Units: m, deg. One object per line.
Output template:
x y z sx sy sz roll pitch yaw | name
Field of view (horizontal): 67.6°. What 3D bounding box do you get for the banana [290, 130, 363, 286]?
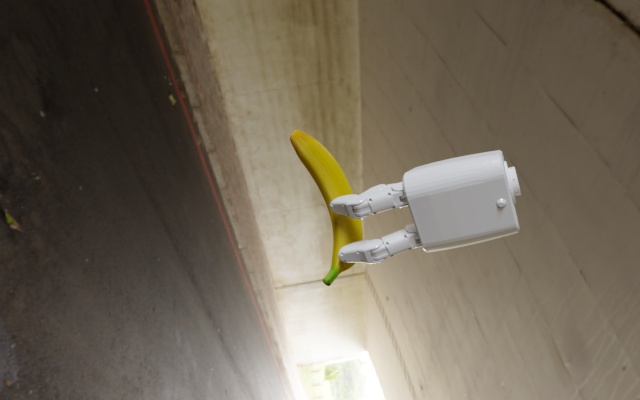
0.015 0.003 0.604 0.069 0.198 0.037 -10 -6 -42 | banana
